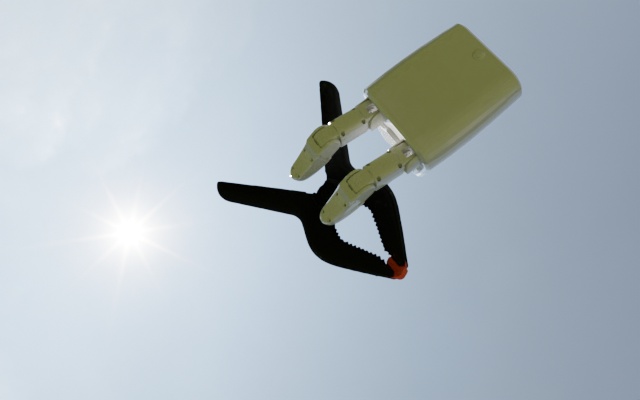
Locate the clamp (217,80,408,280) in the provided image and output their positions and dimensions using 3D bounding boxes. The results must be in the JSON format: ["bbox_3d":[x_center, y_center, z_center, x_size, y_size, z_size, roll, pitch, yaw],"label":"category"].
[{"bbox_3d":[0.001,0.002,0.466,0.164,0.210,0.036,-38,-22,7],"label":"clamp"}]
